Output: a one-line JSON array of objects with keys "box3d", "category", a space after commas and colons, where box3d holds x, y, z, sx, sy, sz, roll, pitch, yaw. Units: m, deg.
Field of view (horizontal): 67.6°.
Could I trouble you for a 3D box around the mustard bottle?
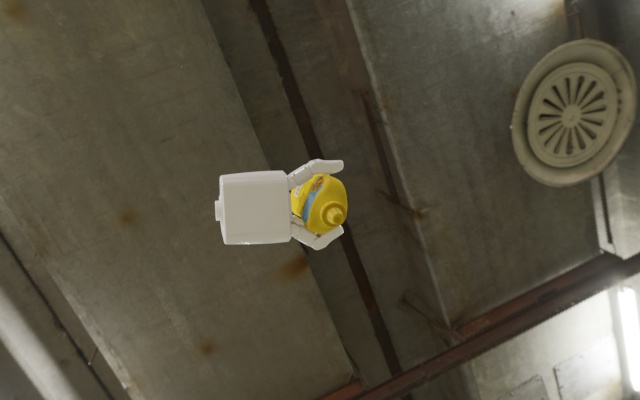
[{"box3d": [0.000, 0.003, 0.802, 0.058, 0.096, 0.191, 23, 8, -20], "category": "mustard bottle"}]
